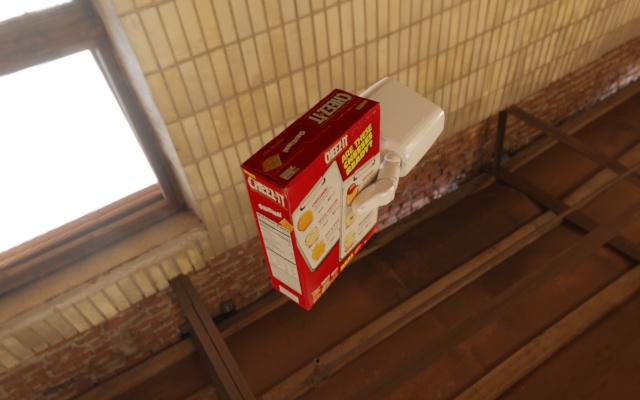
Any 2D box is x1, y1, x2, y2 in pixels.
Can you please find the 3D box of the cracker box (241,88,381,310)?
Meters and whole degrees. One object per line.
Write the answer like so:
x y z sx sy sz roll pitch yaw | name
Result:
0.000 0.002 0.570 0.072 0.214 0.164 26 54 28 | cracker box
